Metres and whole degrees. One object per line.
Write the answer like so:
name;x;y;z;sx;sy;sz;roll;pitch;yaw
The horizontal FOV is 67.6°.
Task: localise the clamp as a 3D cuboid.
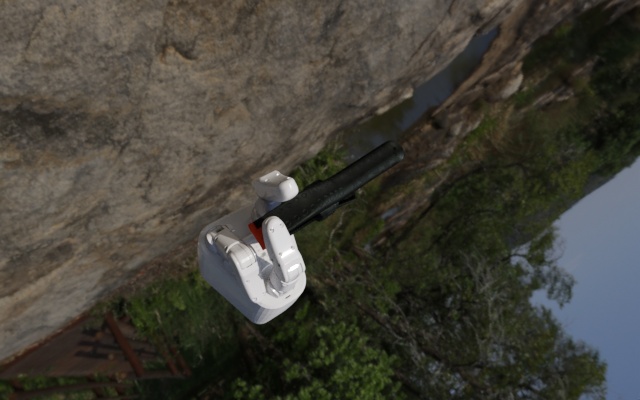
clamp;0.000;0.002;0.491;0.171;0.039;0.120;-28;-14;-24
